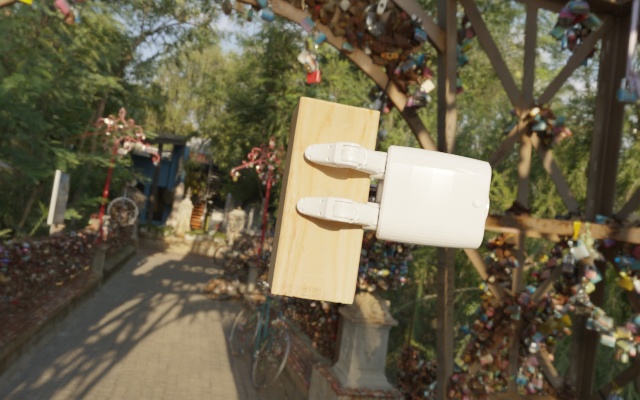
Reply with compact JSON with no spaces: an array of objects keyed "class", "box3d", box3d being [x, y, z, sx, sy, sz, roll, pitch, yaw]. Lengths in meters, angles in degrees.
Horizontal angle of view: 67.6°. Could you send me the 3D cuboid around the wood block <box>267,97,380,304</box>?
[{"class":"wood block","box3d":[0.000,0.002,0.540,0.090,0.206,0.091,9,-3,-8]}]
